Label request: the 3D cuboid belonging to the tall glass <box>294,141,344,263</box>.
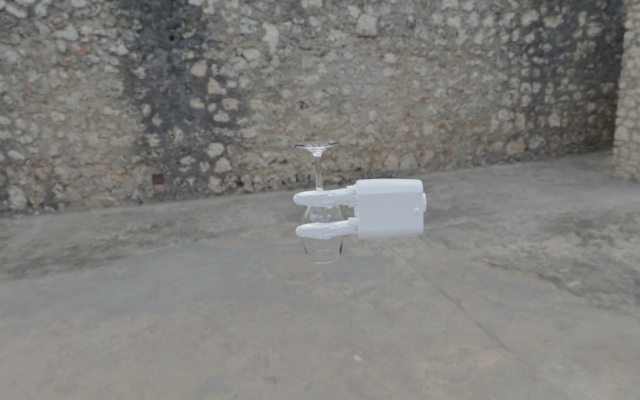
[{"bbox_3d":[0.000,0.002,0.814,0.079,0.201,0.079,-3,15,1],"label":"tall glass"}]
